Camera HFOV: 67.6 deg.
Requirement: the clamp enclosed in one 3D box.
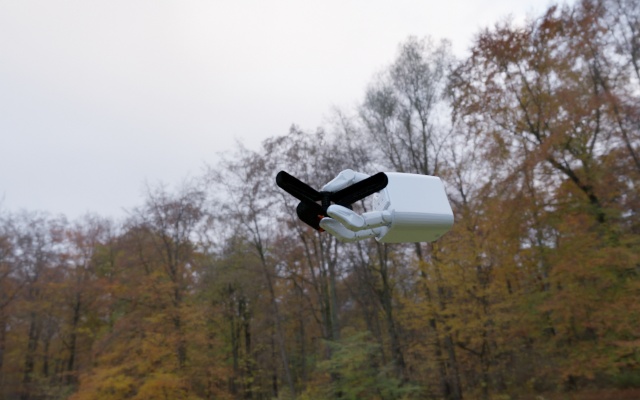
[{"bbox_3d":[0.000,0.002,0.771,0.164,0.036,0.210,4,-24,-11],"label":"clamp"}]
